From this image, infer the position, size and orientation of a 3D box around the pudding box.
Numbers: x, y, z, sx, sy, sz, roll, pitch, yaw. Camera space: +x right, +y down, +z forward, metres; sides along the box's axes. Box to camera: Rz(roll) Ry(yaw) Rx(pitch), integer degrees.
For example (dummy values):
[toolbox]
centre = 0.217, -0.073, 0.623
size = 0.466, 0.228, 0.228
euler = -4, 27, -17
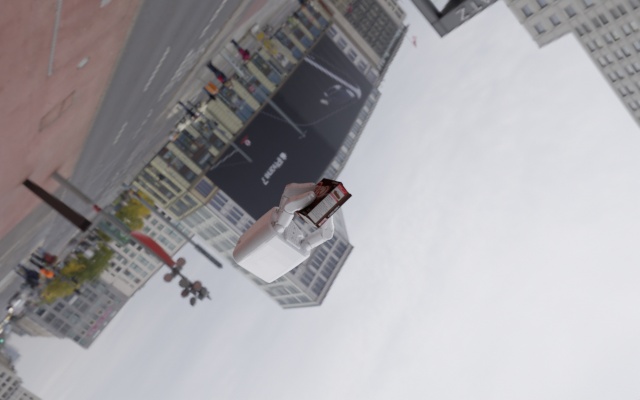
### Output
[pudding box]
centre = 0.000, 0.003, 0.884
size = 0.090, 0.039, 0.113
euler = -45, 18, -7
